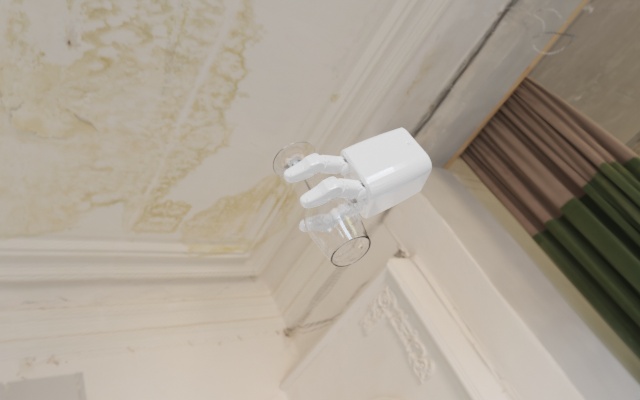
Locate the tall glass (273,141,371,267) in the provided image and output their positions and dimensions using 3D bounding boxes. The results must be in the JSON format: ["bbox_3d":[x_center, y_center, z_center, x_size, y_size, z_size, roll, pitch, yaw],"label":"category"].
[{"bbox_3d":[0.000,0.002,0.709,0.079,0.079,0.201,0,44,-35],"label":"tall glass"}]
